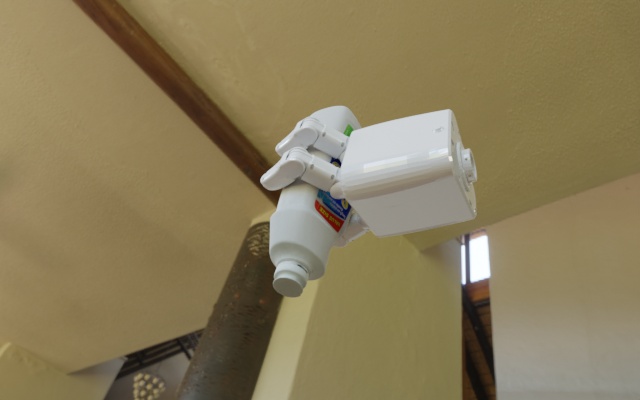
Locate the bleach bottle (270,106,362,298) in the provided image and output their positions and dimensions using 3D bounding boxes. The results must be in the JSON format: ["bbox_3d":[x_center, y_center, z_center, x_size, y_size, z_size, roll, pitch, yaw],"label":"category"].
[{"bbox_3d":[0.000,0.002,0.522,0.068,0.103,0.250,-12,37,25],"label":"bleach bottle"}]
